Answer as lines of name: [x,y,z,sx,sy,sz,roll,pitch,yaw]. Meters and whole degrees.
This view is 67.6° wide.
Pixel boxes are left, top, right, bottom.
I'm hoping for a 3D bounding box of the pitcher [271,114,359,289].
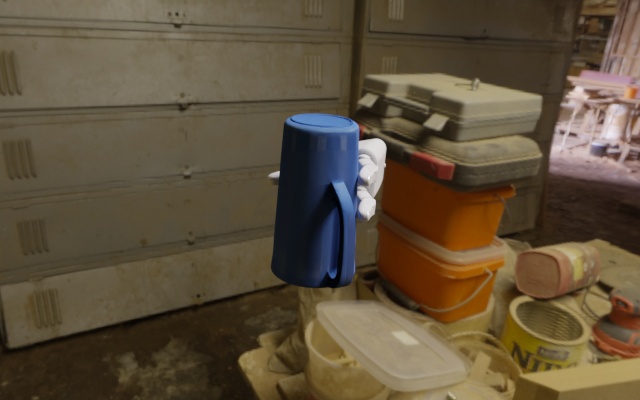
pitcher: [0.000,0.002,0.709,0.149,0.243,0.145,10,21,18]
